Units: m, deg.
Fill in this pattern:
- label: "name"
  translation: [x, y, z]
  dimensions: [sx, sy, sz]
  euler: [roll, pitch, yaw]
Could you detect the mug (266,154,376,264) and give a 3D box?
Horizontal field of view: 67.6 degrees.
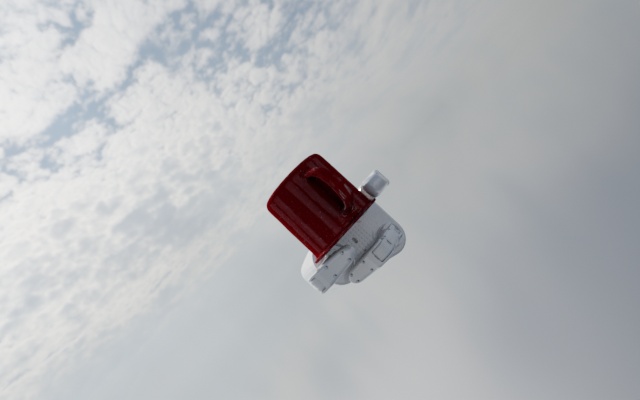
- label: "mug"
  translation: [0.000, 0.001, 0.492]
  dimensions: [0.093, 0.081, 0.117]
  euler: [-45, -4, -21]
